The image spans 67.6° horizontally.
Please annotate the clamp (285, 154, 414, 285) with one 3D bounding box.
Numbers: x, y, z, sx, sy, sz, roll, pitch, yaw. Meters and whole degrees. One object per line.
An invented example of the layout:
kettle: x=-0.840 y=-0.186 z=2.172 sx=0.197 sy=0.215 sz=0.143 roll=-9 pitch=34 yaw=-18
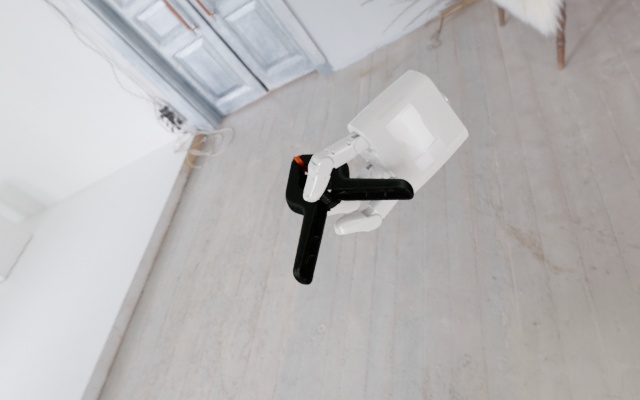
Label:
clamp: x=0.000 y=0.001 z=0.596 sx=0.036 sy=0.164 sz=0.210 roll=48 pitch=-3 yaw=-36
